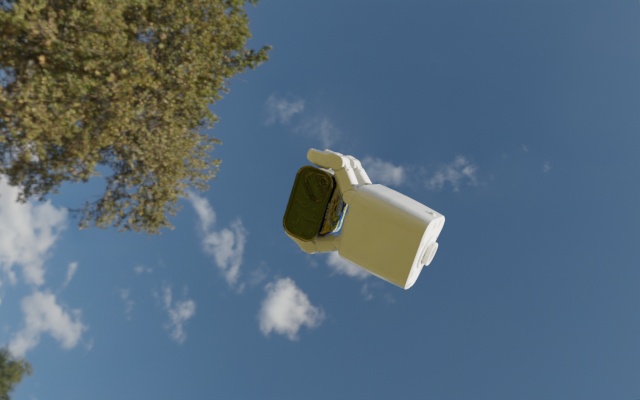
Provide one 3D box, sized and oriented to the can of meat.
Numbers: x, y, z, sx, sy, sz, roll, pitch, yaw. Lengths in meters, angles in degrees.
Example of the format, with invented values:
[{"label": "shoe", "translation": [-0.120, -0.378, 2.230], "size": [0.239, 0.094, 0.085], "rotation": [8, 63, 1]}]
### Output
[{"label": "can of meat", "translation": [0.000, 0.002, 0.683], "size": [0.057, 0.102, 0.084], "rotation": [23, 13, 24]}]
